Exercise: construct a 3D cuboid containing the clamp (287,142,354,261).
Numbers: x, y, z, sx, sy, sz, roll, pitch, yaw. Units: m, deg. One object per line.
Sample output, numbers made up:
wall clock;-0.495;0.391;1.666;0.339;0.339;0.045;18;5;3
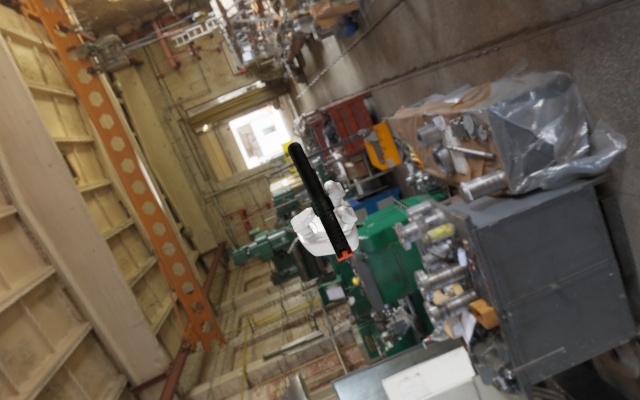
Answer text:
clamp;0.000;0.004;0.834;0.036;0.210;0.165;-25;-23;3
